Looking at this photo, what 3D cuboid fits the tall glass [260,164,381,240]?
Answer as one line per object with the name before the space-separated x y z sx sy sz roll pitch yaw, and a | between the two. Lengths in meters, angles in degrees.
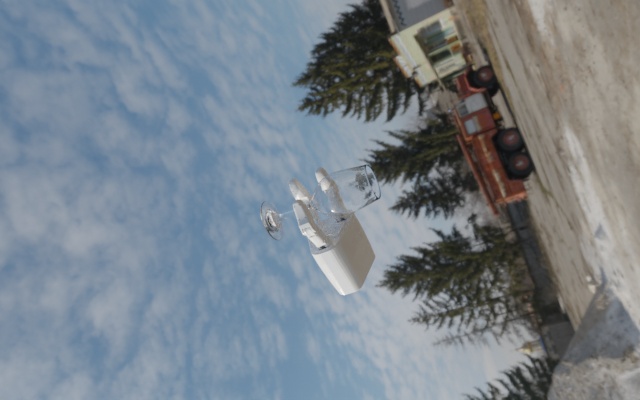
tall glass | -0.001 0.003 0.822 0.201 0.079 0.079 -22 -8 20
